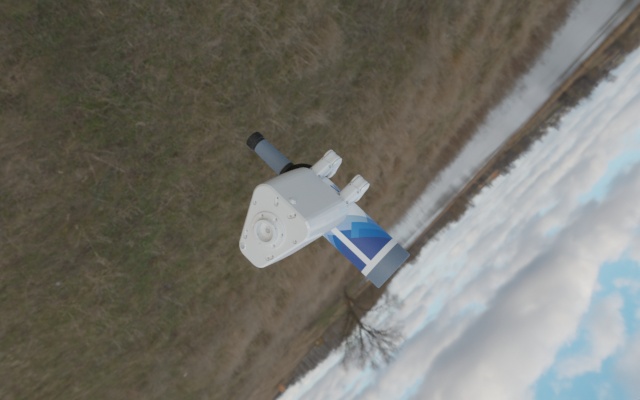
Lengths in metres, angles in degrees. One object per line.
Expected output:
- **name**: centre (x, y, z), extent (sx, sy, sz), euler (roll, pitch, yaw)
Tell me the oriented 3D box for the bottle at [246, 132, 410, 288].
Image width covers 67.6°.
- **bottle**: centre (0.000, 0.002, 0.709), extent (0.295, 0.069, 0.069), euler (43, 10, 11)
